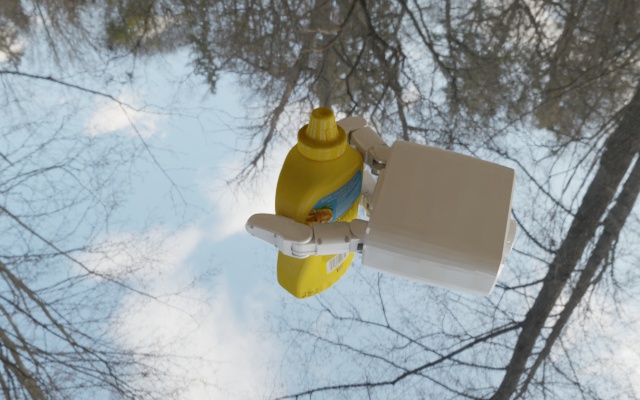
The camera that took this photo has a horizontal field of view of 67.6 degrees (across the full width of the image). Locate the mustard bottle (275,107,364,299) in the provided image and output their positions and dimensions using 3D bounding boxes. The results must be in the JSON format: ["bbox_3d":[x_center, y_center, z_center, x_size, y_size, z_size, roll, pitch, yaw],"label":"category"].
[{"bbox_3d":[0.000,0.002,0.439,0.058,0.192,0.096,33,51,29],"label":"mustard bottle"}]
